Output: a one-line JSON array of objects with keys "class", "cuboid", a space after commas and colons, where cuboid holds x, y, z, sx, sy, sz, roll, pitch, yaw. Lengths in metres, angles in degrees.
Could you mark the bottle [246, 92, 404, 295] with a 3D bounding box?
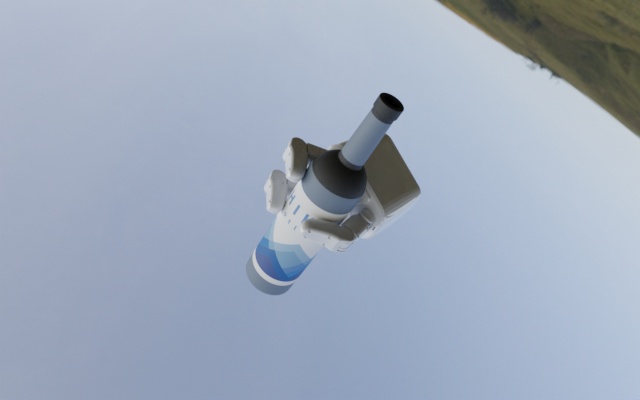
[{"class": "bottle", "cuboid": [0.000, 0.002, 0.538, 0.069, 0.069, 0.296, 0, -40, -37]}]
